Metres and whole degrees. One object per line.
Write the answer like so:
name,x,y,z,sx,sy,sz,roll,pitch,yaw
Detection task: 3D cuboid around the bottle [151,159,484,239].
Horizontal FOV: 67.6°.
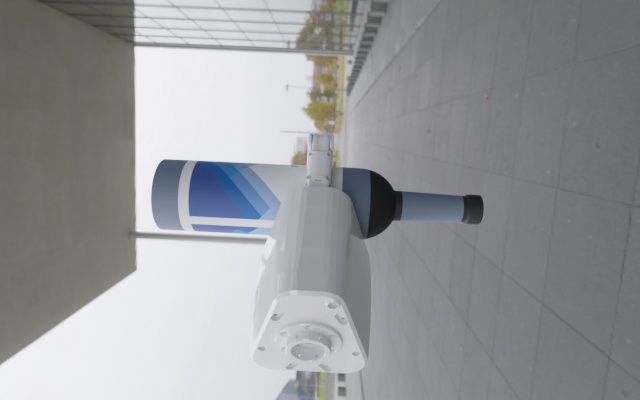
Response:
bottle,0.000,0.001,0.445,0.296,0.069,0.069,3,0,1
